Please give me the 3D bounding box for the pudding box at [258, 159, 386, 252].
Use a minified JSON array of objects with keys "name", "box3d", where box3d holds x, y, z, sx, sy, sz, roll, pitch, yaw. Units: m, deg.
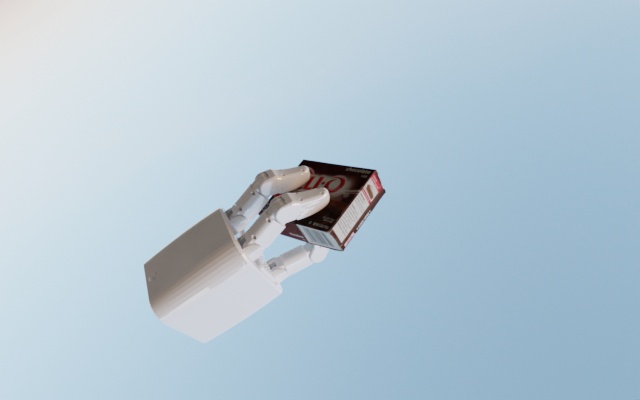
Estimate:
[{"name":"pudding box","box3d":[0.000,0.002,0.519,0.113,0.090,0.039,14,-34,41]}]
